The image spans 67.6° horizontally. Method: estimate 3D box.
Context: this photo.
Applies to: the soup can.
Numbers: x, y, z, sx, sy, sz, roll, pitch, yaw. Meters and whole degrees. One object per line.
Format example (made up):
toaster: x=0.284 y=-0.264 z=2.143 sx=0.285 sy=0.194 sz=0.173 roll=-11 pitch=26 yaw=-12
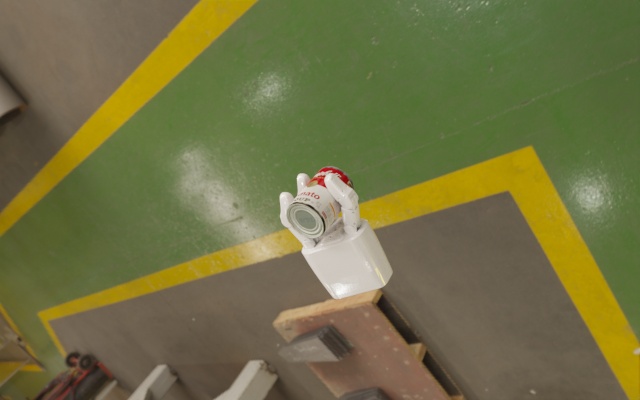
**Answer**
soup can: x=0.000 y=0.002 z=0.737 sx=0.068 sy=0.068 sz=0.102 roll=0 pitch=35 yaw=35
